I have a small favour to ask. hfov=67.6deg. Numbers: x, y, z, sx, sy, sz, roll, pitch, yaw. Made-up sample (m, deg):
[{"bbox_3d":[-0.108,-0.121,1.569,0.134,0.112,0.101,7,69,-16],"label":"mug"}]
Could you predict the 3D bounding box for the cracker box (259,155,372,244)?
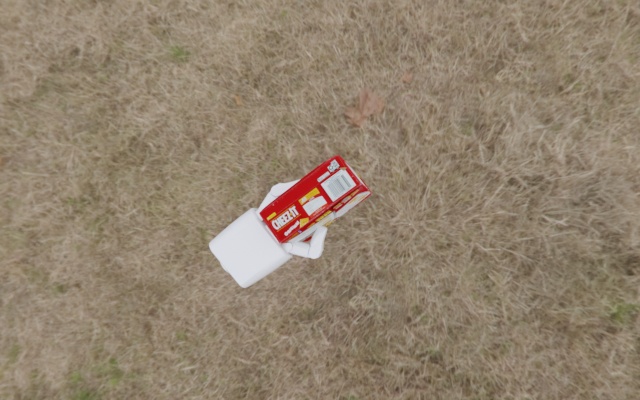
[{"bbox_3d":[0.000,0.003,0.856,0.164,0.072,0.214,-37,-9,7],"label":"cracker box"}]
